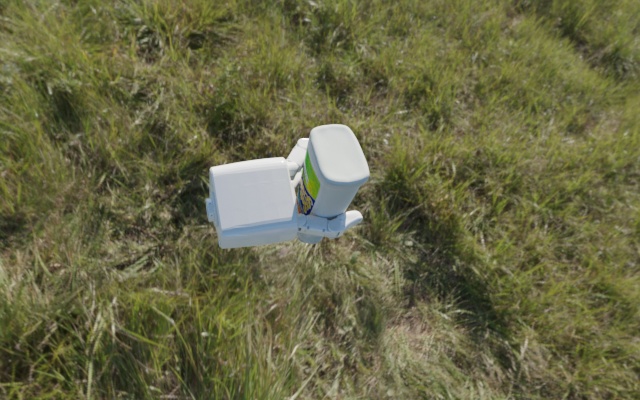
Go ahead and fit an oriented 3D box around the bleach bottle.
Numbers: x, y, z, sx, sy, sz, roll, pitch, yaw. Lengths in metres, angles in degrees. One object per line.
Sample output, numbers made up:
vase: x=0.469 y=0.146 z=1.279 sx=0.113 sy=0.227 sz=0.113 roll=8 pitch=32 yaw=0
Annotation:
bleach bottle: x=0.000 y=0.002 z=0.720 sx=0.068 sy=0.102 sz=0.251 roll=-8 pitch=-30 yaw=-18
